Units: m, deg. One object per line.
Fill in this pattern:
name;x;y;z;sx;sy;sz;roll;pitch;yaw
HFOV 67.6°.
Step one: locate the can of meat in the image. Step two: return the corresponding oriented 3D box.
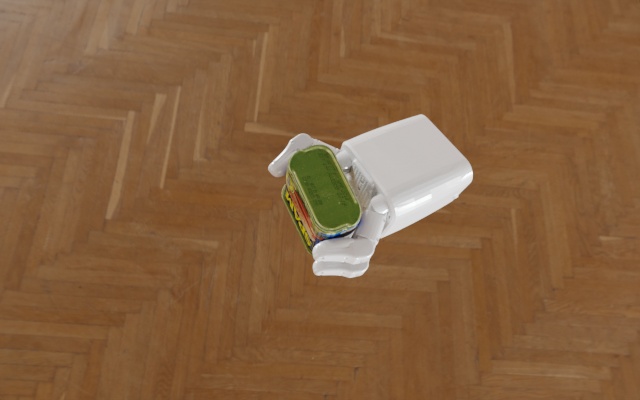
can of meat;0.000;0.001;0.514;0.057;0.102;0.084;-21;-18;-15
